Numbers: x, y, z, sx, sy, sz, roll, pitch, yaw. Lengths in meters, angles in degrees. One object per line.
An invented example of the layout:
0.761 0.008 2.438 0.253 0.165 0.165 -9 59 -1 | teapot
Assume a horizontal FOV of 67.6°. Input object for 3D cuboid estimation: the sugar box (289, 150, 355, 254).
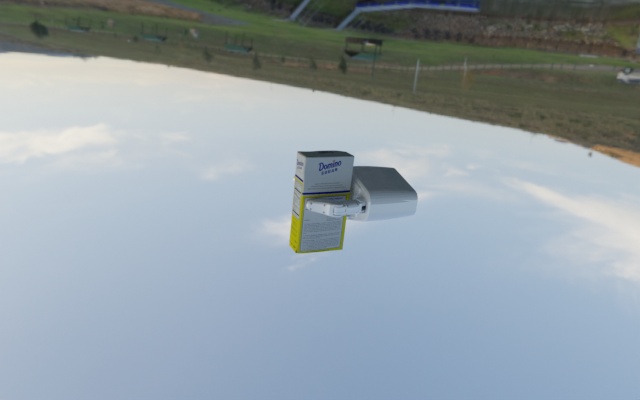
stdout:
0.000 0.003 0.826 0.093 0.176 0.048 -3 20 -26 | sugar box
